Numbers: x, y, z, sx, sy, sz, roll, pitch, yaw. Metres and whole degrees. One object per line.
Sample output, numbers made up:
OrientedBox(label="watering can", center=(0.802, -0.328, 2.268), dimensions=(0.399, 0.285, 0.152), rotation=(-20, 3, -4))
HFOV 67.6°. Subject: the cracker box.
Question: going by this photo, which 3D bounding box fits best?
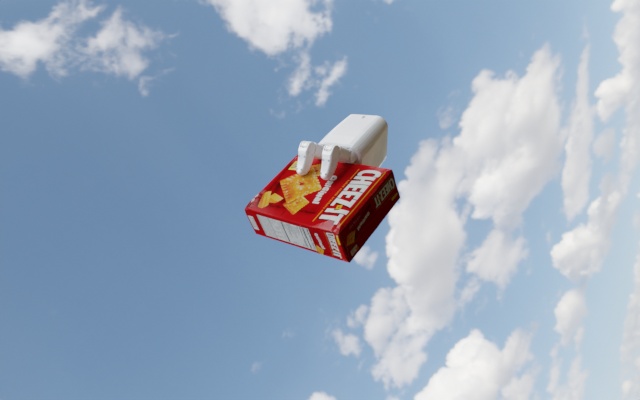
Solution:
OrientedBox(label="cracker box", center=(0.000, 0.003, 0.816), dimensions=(0.213, 0.072, 0.164), rotation=(12, 48, 39))
